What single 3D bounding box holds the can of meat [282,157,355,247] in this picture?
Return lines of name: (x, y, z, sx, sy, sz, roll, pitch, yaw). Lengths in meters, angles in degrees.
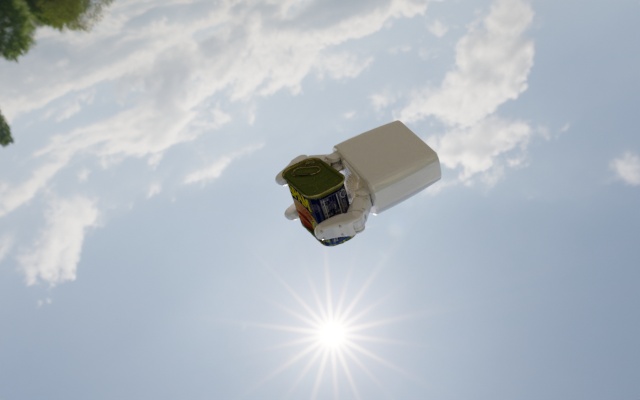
can of meat: (0.000, 0.002, 0.624, 0.057, 0.084, 0.102, -27, 32, -15)
